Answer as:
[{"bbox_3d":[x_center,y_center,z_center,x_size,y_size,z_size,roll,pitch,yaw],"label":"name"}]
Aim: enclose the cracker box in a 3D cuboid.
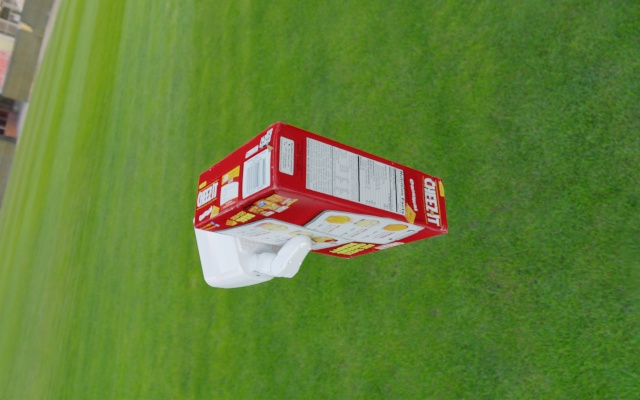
[{"bbox_3d":[0.000,0.002,0.505,0.214,0.072,0.164,14,-23,-34],"label":"cracker box"}]
